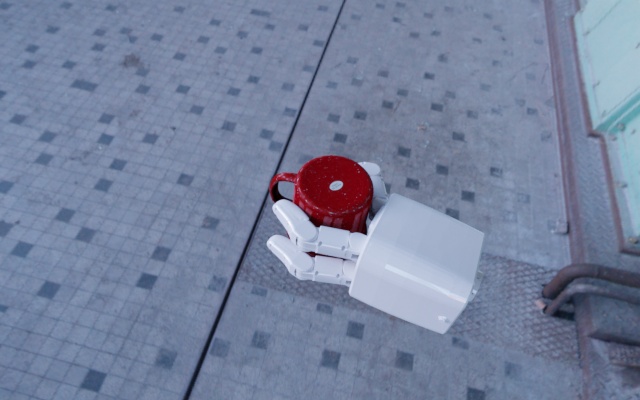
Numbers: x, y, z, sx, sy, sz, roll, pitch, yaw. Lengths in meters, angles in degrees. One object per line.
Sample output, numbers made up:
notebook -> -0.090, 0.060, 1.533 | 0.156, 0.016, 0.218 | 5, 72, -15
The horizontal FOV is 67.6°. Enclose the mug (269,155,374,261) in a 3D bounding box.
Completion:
mug -> -0.001, 0.001, 0.514 | 0.117, 0.093, 0.082 | 22, -37, 10
